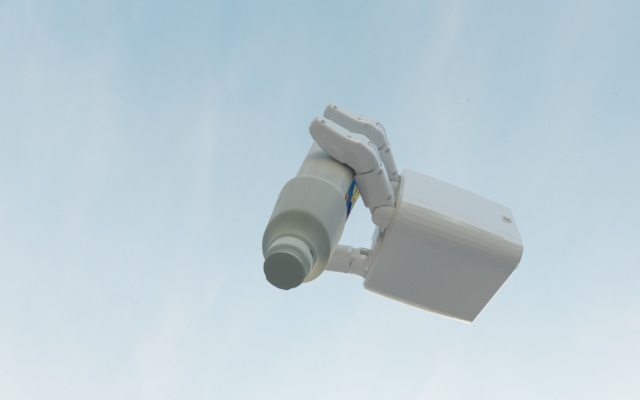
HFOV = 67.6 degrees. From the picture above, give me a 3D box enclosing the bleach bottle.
[{"bbox_3d":[0.000,0.001,0.417,0.068,0.103,0.250,18,27,4],"label":"bleach bottle"}]
